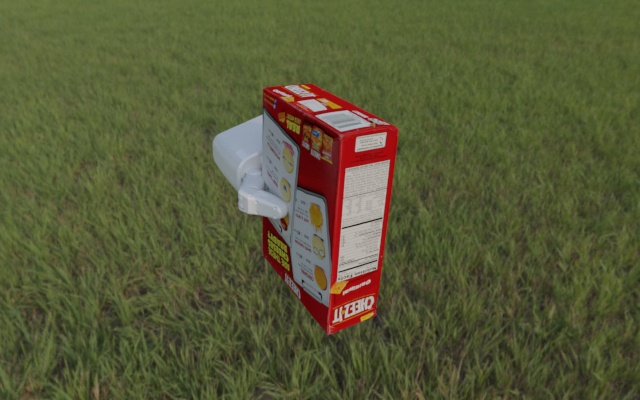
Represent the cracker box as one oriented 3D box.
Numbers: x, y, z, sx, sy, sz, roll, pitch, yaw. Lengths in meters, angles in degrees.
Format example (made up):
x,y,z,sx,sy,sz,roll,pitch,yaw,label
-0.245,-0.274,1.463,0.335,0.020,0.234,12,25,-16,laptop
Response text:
x,y,z,sx,sy,sz,roll,pitch,yaw,label
0.000,0.002,0.504,0.072,0.214,0.164,-13,31,-27,cracker box
